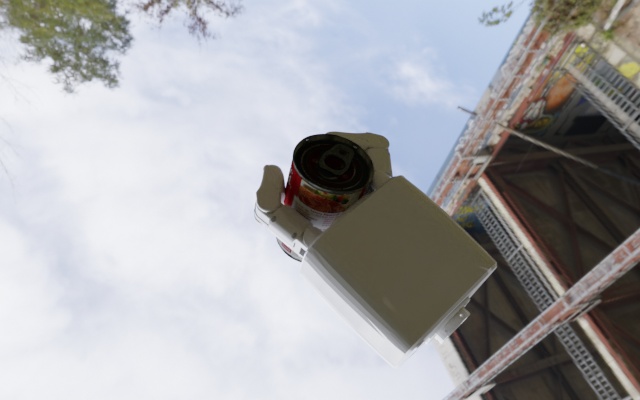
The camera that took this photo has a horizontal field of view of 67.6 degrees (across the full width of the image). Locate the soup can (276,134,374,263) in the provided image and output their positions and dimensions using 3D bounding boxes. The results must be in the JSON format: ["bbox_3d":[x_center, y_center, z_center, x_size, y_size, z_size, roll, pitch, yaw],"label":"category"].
[{"bbox_3d":[0.000,0.001,0.423,0.068,0.068,0.102,0,-41,-17],"label":"soup can"}]
